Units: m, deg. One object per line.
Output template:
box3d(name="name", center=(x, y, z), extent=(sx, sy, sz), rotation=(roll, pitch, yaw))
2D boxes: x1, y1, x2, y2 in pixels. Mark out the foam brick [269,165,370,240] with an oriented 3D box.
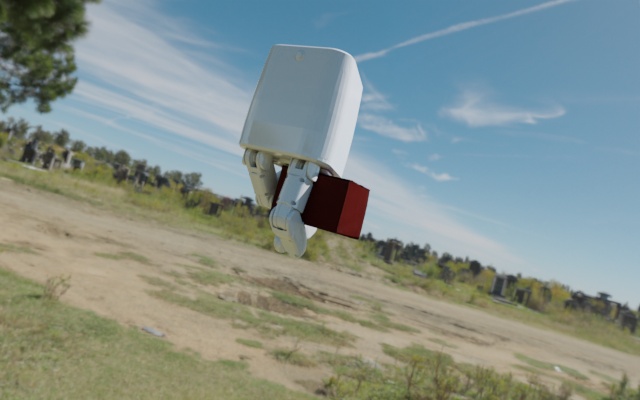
box3d(name="foam brick", center=(0.000, 0.002, 0.463), extent=(0.078, 0.051, 0.053), rotation=(14, -4, 29))
